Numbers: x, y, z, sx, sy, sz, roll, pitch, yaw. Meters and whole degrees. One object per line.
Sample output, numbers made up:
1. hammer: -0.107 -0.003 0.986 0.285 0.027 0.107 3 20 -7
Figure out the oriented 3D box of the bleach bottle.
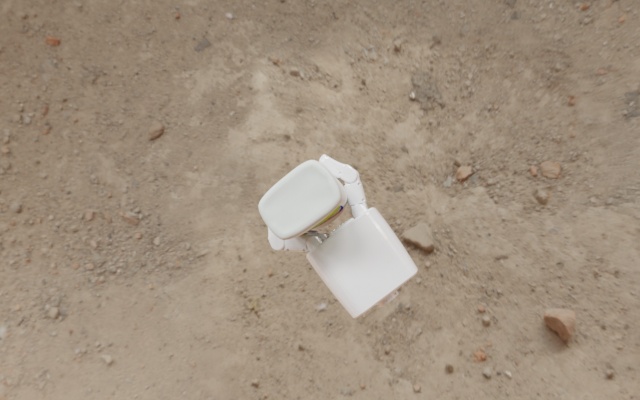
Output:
1. bleach bottle: 0.000 0.002 0.673 0.102 0.068 0.251 -37 -8 10
